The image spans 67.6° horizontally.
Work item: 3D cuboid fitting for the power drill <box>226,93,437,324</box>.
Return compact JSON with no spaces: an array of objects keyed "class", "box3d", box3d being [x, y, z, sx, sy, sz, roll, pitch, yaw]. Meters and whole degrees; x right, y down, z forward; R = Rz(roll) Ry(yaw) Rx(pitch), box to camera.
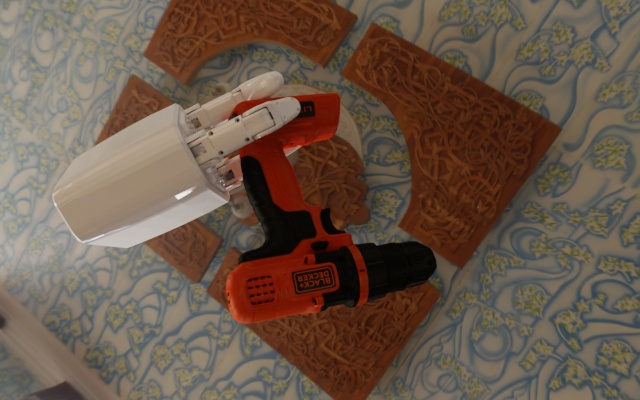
[{"class":"power drill","box3d":[0.000,0.001,0.418,0.184,0.187,0.057,-8,-16,-18]}]
